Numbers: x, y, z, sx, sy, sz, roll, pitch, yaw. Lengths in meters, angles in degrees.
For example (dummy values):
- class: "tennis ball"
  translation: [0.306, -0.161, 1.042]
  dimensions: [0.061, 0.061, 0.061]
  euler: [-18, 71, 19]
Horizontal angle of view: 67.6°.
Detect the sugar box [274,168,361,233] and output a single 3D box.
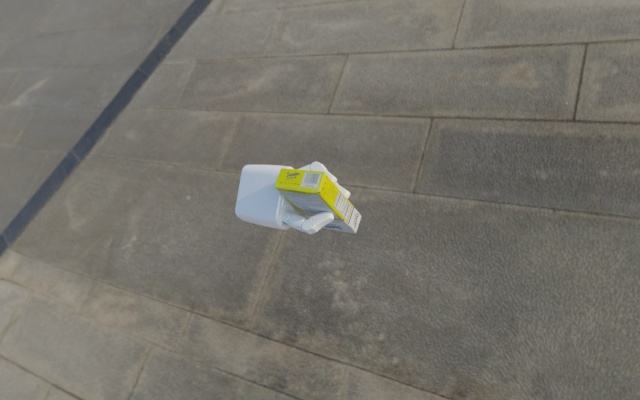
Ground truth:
- class: "sugar box"
  translation: [0.000, 0.002, 0.878]
  dimensions: [0.093, 0.048, 0.176]
  euler: [8, -20, 30]
